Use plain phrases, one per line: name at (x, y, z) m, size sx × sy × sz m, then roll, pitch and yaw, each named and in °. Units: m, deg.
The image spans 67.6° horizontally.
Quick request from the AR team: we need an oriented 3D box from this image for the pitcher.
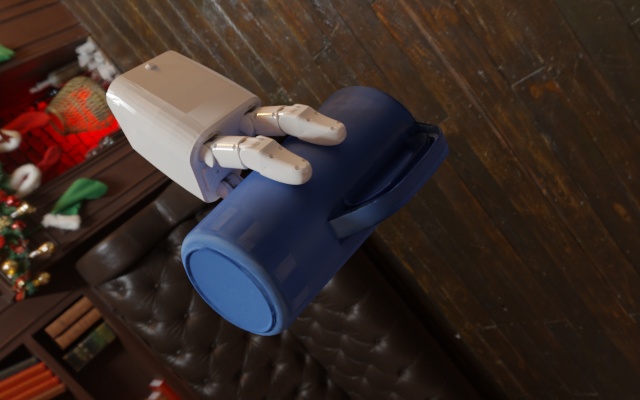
pitcher at (0.000, 0.001, 0.438) m, size 0.145 × 0.149 × 0.242 m, roll 34°, pitch 50°, yaw 11°
